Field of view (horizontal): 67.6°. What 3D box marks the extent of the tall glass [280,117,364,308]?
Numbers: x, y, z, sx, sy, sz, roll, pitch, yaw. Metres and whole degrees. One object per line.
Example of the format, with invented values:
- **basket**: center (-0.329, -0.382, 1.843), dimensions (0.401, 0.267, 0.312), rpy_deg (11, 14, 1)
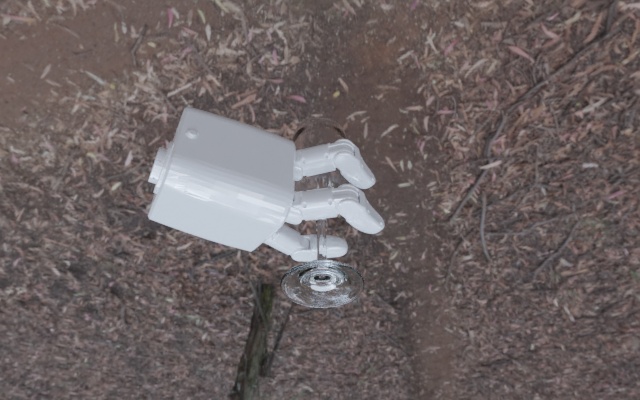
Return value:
- **tall glass**: center (0.000, 0.002, 0.485), dimensions (0.079, 0.200, 0.079), rpy_deg (0, -42, 0)
